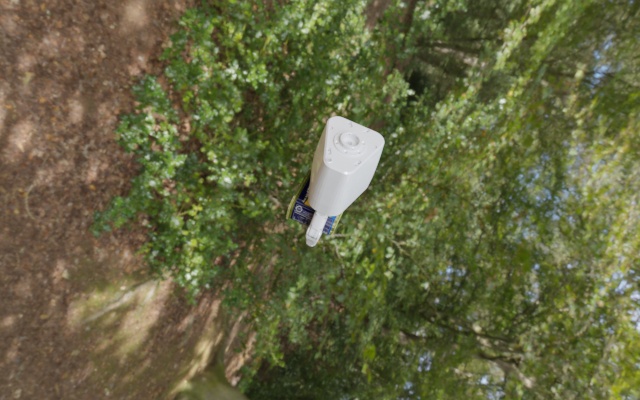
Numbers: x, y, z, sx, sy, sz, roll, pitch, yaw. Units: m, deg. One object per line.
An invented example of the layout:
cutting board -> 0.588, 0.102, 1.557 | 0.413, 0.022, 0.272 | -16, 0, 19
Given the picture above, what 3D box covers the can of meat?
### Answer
can of meat -> 0.000, 0.003, 0.821 | 0.084, 0.102, 0.057 | 24, -40, 4
